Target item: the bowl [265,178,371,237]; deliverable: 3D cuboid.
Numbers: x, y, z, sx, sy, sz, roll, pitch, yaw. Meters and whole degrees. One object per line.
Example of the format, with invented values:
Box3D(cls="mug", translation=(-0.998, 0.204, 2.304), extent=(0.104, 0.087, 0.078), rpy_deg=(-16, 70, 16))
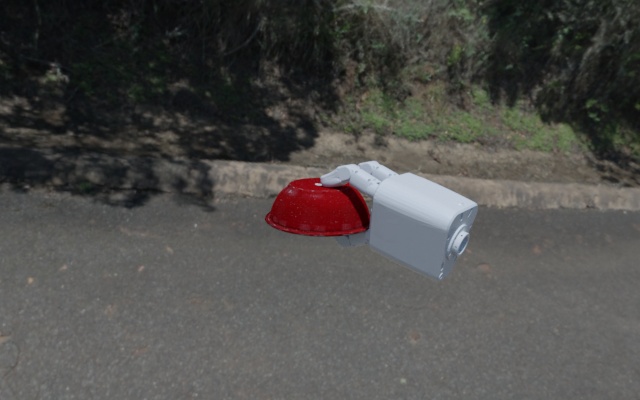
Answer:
Box3D(cls="bowl", translation=(-0.001, 0.002, 0.696), extent=(0.162, 0.055, 0.162), rpy_deg=(1, 14, 0))
